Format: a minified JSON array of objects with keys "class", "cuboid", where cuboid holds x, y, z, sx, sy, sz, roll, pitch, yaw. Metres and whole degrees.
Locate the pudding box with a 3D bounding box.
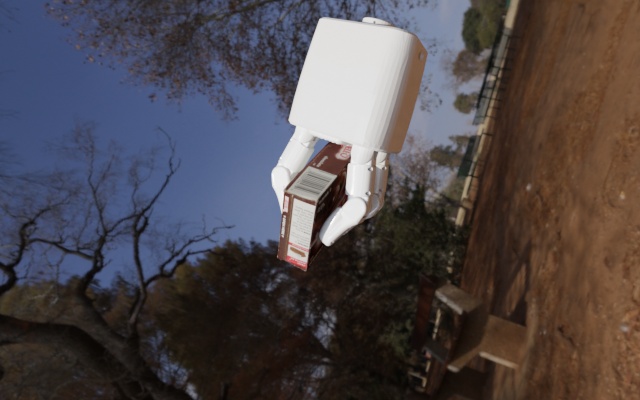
[{"class":"pudding box","cuboid":[0.000,0.001,0.487,0.039,0.090,0.113,22,40,17]}]
